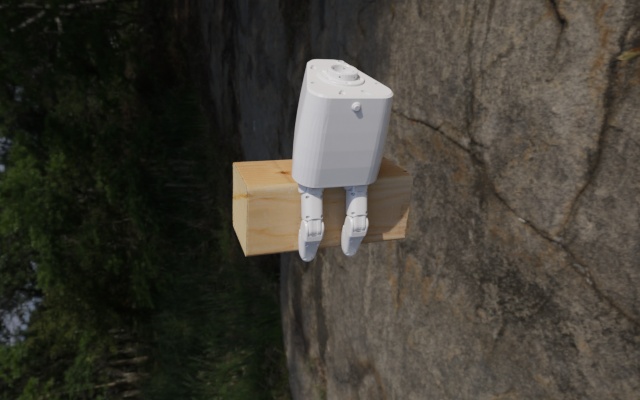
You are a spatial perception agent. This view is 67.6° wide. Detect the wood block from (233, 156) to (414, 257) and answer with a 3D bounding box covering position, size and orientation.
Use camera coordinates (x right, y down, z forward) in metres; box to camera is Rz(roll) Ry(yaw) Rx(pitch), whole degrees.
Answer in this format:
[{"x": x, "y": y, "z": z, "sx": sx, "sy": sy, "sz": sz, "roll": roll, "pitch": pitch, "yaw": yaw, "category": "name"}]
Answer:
[{"x": 0.000, "y": 0.001, "z": 0.602, "sx": 0.206, "sy": 0.090, "sz": 0.090, "roll": -4, "pitch": 24, "yaw": -19, "category": "wood block"}]
